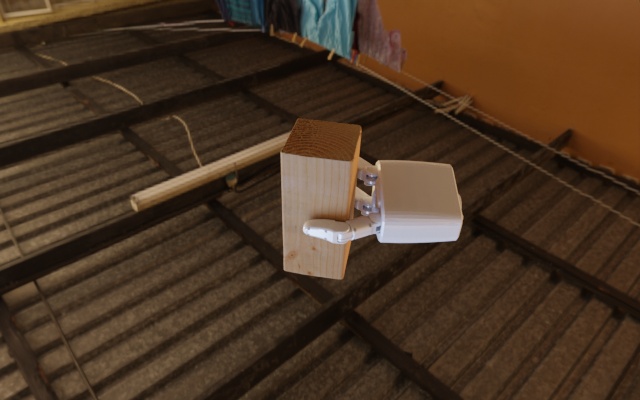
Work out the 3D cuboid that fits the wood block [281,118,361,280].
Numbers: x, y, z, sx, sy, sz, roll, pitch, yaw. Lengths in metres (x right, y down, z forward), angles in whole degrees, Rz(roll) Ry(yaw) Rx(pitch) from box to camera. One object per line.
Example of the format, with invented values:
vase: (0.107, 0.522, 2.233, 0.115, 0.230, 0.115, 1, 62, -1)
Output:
wood block: (0.000, 0.003, 0.663, 0.090, 0.206, 0.090, 8, 38, 8)
